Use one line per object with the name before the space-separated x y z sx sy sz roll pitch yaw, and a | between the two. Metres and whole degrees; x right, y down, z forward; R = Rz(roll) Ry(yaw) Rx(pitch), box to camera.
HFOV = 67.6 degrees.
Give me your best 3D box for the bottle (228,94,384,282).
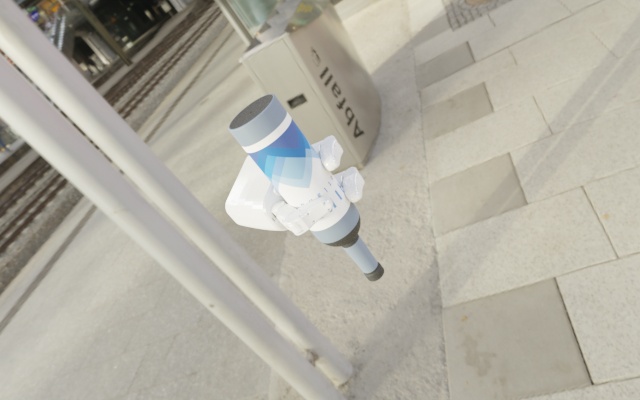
bottle | 0.000 0.002 0.613 0.069 0.296 0.069 -28 29 17
